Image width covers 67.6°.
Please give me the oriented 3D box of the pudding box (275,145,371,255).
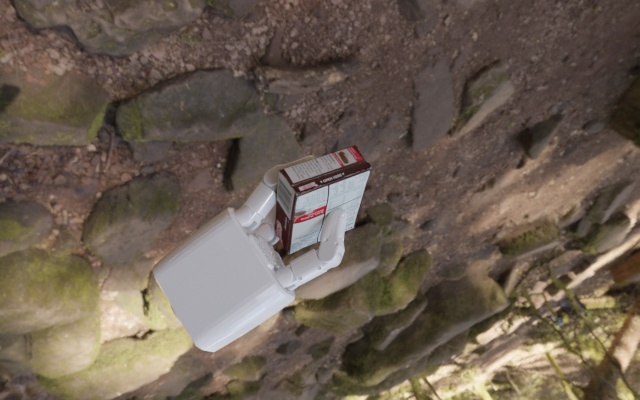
[{"bbox_3d":[0.000,0.002,0.511,0.090,0.039,0.114,-21,-30,-22],"label":"pudding box"}]
